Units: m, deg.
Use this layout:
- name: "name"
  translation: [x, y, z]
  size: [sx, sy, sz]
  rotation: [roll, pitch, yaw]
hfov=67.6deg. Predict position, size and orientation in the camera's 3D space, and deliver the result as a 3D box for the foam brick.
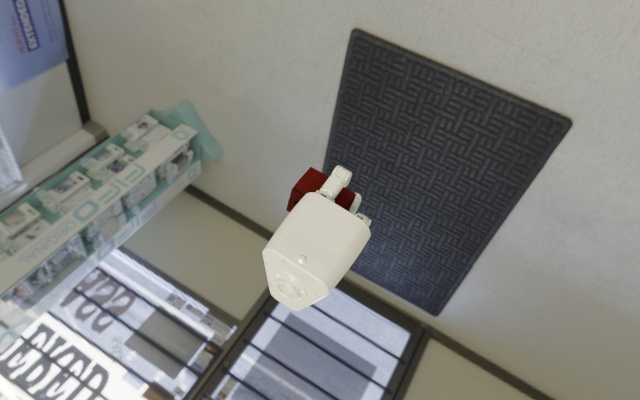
- name: "foam brick"
  translation: [0.000, 0.002, 0.660]
  size: [0.078, 0.051, 0.053]
  rotation: [32, -37, 9]
